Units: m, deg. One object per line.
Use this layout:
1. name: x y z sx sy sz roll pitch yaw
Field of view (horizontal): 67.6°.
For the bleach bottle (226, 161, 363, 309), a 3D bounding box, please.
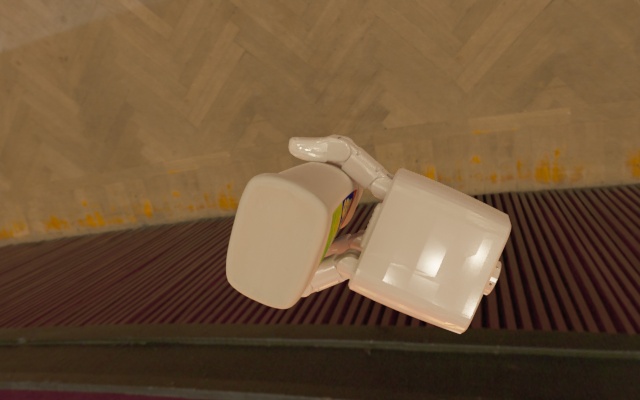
1. bleach bottle: 0.000 0.002 0.452 0.068 0.103 0.250 23 20 10
